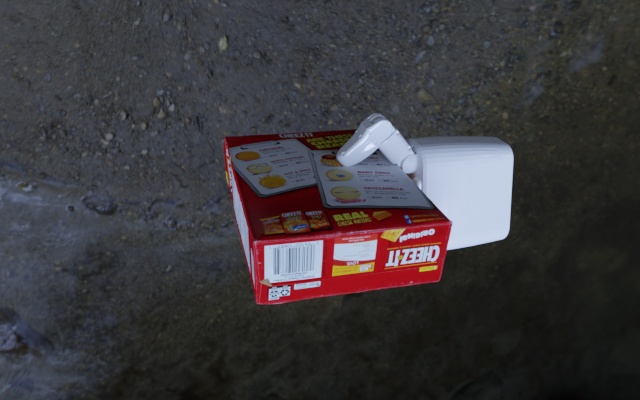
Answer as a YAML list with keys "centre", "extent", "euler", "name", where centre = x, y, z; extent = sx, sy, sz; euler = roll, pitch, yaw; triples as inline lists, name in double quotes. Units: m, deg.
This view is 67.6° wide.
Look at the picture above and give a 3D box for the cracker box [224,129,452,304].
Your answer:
- centre: [0.000, 0.001, 0.465]
  extent: [0.164, 0.072, 0.213]
  euler: [-5, 29, -15]
  name: "cracker box"
